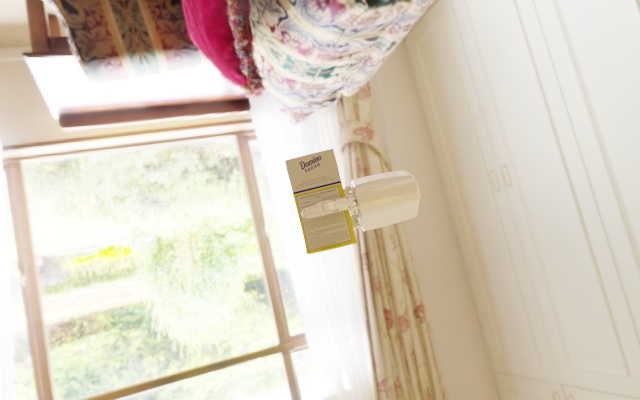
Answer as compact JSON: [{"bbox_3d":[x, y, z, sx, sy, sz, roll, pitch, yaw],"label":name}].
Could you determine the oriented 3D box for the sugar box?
[{"bbox_3d":[0.000,0.003,0.868,0.093,0.176,0.048,-13,-8,0],"label":"sugar box"}]
